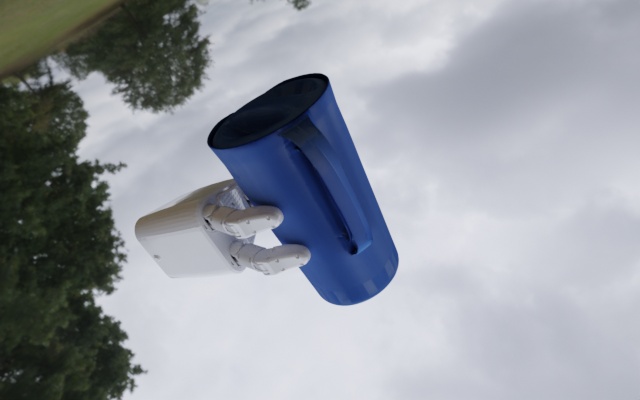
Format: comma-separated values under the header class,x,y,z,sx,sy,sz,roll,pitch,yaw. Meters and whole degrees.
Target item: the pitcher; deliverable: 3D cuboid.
class,x,y,z,sx,sy,sz,roll,pitch,yaw
pitcher,0.000,0.002,0.509,0.145,0.243,0.149,-13,33,27
